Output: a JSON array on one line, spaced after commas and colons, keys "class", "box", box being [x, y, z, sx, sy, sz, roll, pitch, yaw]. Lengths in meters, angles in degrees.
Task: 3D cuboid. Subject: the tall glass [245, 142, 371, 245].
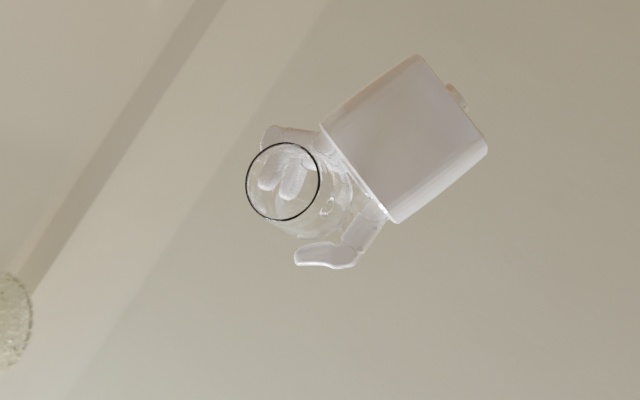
[{"class": "tall glass", "box": [0.000, 0.002, 0.454, 0.079, 0.079, 0.201, 0, -9, 18]}]
